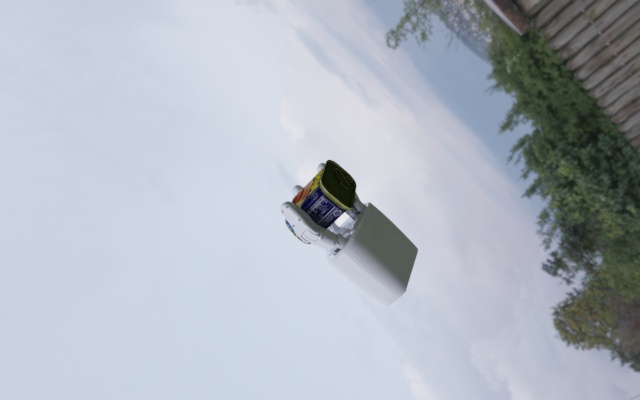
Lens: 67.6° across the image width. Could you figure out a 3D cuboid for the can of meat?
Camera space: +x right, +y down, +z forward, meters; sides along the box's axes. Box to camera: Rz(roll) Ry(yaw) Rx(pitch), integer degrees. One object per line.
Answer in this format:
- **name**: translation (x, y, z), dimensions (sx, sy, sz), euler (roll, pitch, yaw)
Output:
- **can of meat**: translation (0.000, 0.002, 0.666), dimensions (0.057, 0.084, 0.102), euler (39, 25, -12)
